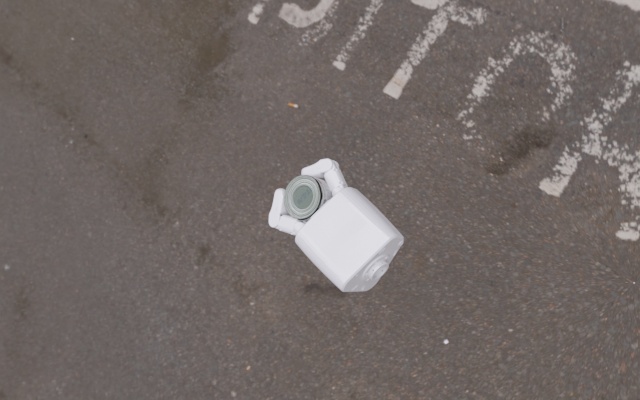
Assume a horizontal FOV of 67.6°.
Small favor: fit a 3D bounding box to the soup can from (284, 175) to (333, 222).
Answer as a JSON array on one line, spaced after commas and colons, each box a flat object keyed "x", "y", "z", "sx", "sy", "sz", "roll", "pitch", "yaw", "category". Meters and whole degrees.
[{"x": 0.000, "y": 0.002, "z": 0.730, "sx": 0.068, "sy": 0.068, "sz": 0.102, "roll": 0, "pitch": -8, "yaw": 33, "category": "soup can"}]
